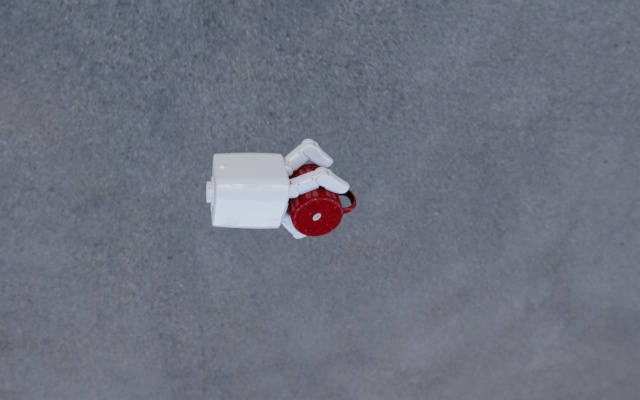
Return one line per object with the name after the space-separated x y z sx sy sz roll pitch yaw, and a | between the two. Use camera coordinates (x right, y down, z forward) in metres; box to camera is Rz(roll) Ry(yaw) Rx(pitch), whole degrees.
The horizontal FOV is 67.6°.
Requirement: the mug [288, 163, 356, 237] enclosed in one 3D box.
0.002 0.003 0.758 0.117 0.093 0.081 1 39 -16 | mug
